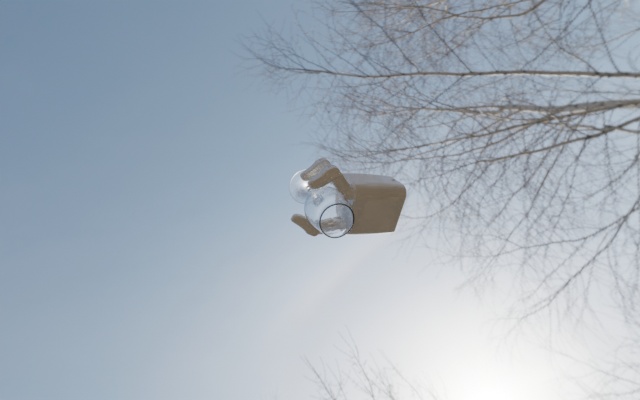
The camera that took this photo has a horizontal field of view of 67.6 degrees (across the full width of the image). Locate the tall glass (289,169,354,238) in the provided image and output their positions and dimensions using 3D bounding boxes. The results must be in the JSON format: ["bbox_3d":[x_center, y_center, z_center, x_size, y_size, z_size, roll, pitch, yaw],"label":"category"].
[{"bbox_3d":[0.000,0.003,0.880,0.079,0.079,0.201,0,18,-17],"label":"tall glass"}]
